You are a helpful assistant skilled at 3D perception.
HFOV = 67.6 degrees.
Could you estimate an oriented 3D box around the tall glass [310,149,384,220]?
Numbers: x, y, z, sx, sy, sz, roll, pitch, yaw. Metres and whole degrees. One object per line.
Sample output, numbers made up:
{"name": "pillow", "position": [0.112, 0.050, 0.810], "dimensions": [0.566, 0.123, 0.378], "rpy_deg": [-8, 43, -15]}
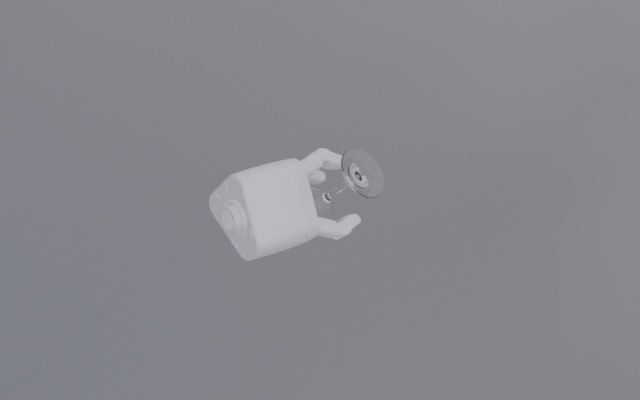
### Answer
{"name": "tall glass", "position": [0.001, 0.002, 0.716], "dimensions": [0.079, 0.079, 0.201], "rpy_deg": [0, -24, -39]}
